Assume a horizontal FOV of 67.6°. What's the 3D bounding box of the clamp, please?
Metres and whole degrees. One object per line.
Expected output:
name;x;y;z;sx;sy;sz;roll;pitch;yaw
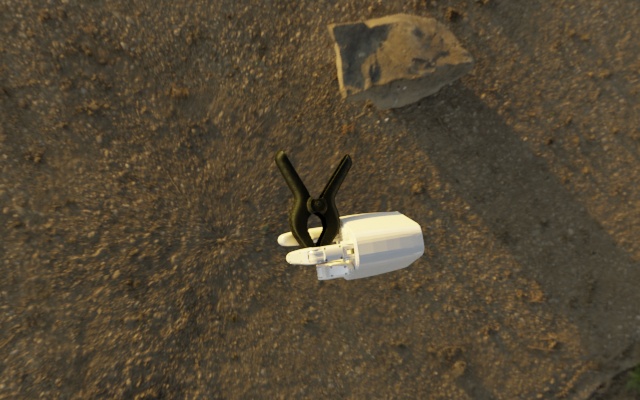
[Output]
clamp;0.000;0.002;0.723;0.120;0.171;0.039;-8;-3;-12
